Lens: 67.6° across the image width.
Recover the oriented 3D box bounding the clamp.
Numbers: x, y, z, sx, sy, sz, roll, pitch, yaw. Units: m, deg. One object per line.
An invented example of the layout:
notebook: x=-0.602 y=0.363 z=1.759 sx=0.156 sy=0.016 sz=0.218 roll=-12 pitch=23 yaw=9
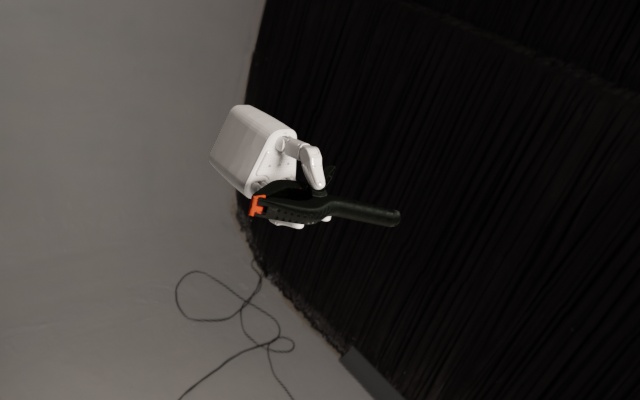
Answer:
clamp: x=0.000 y=0.001 z=0.657 sx=0.210 sy=0.036 sz=0.164 roll=-11 pitch=35 yaw=-45
